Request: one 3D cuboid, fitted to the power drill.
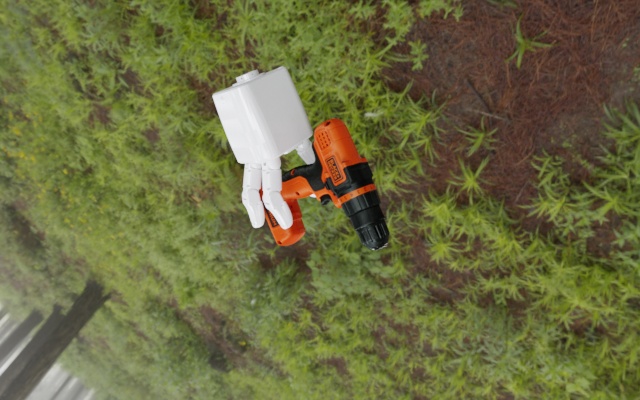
[{"bbox_3d":[0.000,0.002,0.679,0.188,0.184,0.057,-27,-9,41],"label":"power drill"}]
